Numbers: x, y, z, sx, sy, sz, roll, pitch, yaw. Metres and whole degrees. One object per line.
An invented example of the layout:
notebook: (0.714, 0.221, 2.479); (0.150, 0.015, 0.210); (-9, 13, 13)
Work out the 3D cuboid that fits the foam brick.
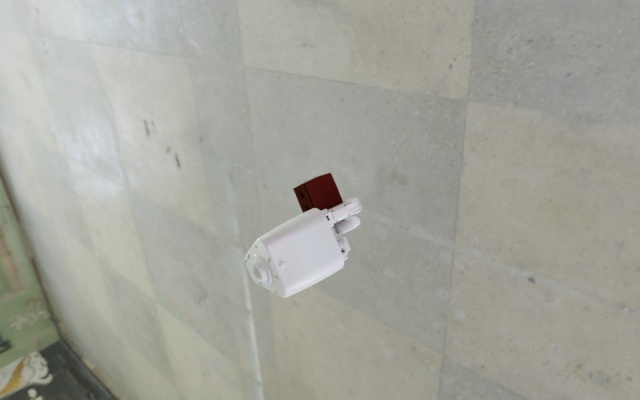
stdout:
foam brick: (0.000, 0.002, 0.754); (0.051, 0.078, 0.053); (-24, 4, -22)
